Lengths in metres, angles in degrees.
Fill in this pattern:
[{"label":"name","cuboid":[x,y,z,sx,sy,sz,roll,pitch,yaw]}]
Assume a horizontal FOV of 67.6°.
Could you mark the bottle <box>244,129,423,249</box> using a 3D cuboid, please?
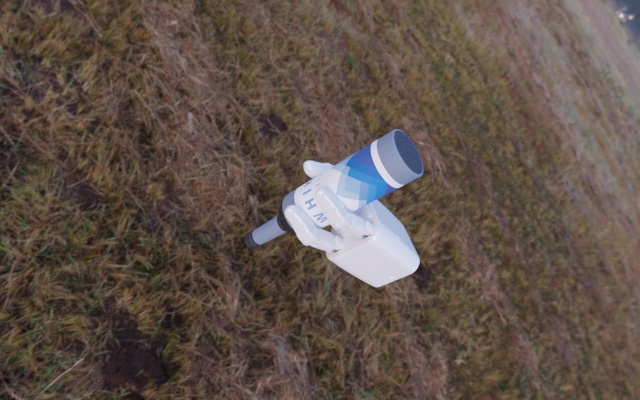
[{"label":"bottle","cuboid":[0.000,0.002,0.668,0.296,0.069,0.069,-30,-17,32]}]
